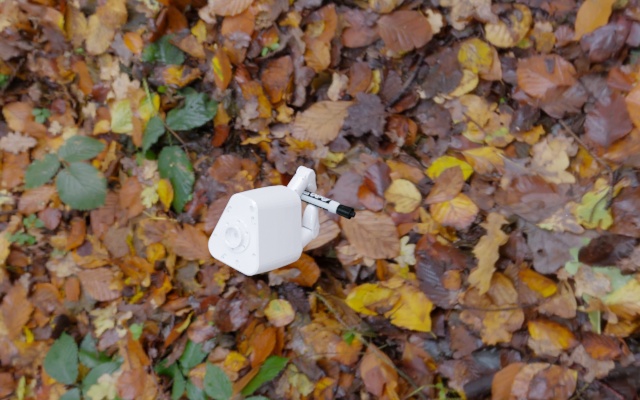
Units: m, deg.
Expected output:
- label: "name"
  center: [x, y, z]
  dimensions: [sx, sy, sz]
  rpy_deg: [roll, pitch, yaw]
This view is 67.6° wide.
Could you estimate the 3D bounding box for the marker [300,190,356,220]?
- label: "marker"
  center: [0.000, 0.002, 0.737]
  dimensions: [0.121, 0.020, 0.020]
  rpy_deg: [21, 10, 27]
